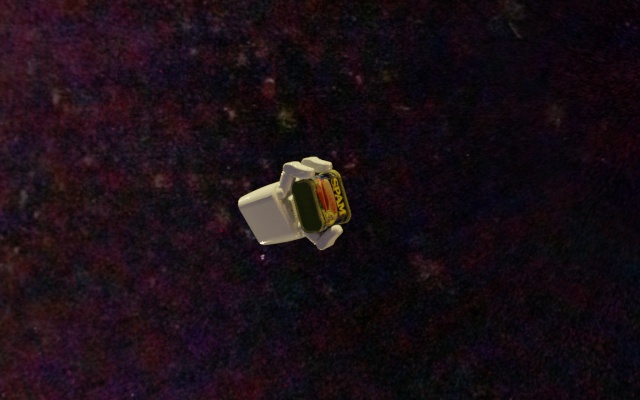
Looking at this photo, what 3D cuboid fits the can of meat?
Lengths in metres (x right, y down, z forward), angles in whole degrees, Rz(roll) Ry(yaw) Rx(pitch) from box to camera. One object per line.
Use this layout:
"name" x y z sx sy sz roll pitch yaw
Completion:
"can of meat" 0.000 0.003 0.860 0.057 0.102 0.084 -13 3 40
